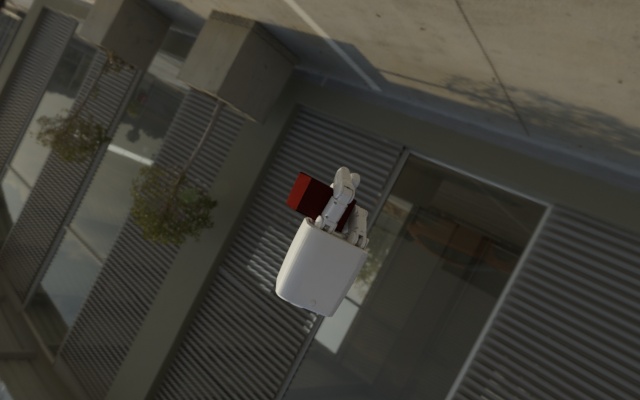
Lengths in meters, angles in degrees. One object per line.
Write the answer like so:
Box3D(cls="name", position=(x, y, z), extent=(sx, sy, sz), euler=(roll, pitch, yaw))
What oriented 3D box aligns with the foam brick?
Box3D(cls="foam brick", position=(0.000, 0.002, 0.666), extent=(0.078, 0.051, 0.053), euler=(27, 2, -22))
